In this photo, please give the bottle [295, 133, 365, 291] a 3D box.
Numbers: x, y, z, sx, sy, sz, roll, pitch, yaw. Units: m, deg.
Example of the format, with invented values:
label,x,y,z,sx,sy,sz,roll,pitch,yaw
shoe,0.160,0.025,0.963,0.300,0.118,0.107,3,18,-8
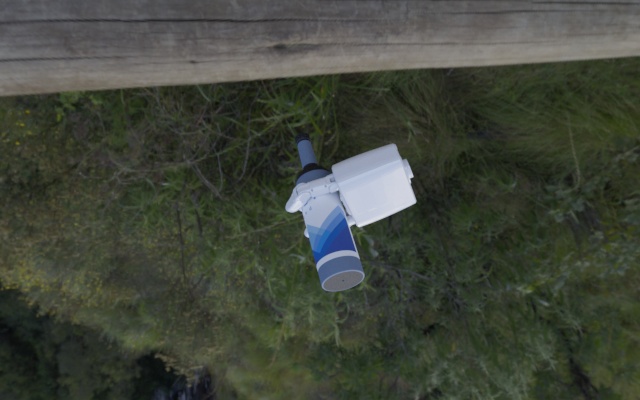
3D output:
label,x,y,z,sx,sy,sz,roll,pitch,yaw
bottle,0.000,0.003,0.791,0.069,0.295,0.069,-11,-34,-8
